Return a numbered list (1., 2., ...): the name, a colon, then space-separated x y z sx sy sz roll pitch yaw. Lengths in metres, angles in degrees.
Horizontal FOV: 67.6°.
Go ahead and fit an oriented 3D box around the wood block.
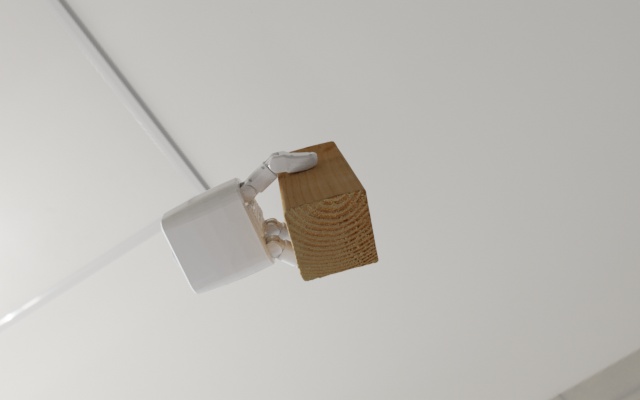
1. wood block: 0.000 0.002 0.598 0.090 0.091 0.206 -15 23 -2
